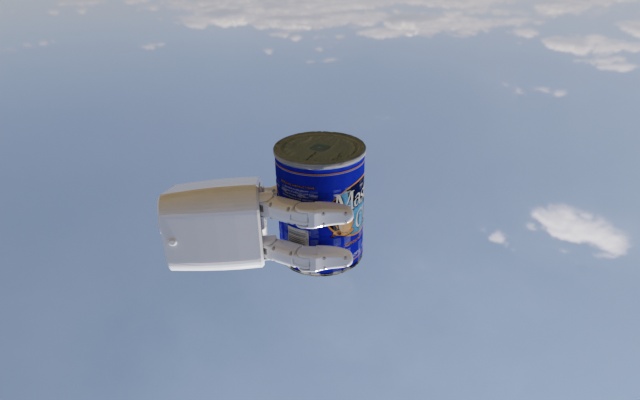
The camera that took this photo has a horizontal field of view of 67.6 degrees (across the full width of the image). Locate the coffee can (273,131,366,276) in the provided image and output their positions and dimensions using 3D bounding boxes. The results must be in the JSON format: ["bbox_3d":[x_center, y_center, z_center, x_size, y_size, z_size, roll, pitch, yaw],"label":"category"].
[{"bbox_3d":[0.000,0.002,0.558,0.103,0.140,0.102,-1,27,0],"label":"coffee can"}]
